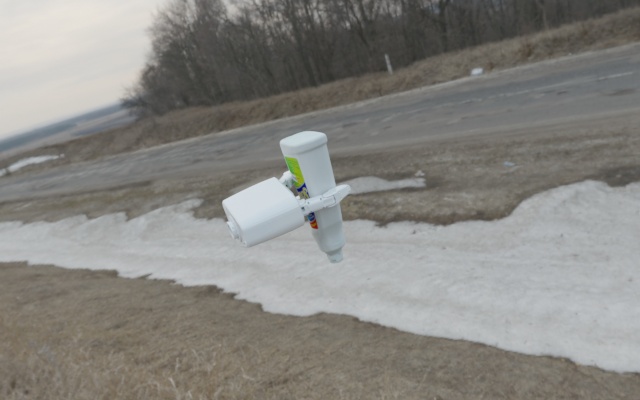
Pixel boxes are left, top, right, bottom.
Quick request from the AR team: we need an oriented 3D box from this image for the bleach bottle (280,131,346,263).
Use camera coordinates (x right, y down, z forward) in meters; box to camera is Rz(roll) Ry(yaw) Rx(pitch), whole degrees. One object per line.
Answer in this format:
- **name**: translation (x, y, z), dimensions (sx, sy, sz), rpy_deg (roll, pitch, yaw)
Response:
- **bleach bottle**: translation (0.000, 0.003, 0.874), dimensions (0.068, 0.251, 0.102), rpy_deg (-24, 20, -19)
